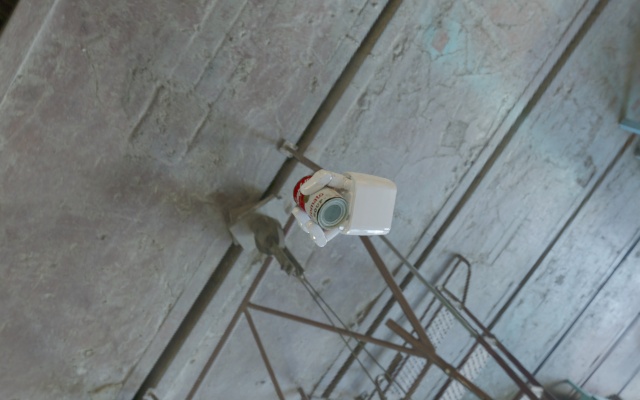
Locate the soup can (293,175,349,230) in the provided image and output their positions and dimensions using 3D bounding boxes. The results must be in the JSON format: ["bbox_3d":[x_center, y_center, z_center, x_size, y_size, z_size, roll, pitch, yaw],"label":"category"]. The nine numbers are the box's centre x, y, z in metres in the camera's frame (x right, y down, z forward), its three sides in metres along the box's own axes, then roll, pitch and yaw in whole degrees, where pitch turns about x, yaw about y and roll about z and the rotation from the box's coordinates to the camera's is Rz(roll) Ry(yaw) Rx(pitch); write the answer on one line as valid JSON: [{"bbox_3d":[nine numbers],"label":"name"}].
[{"bbox_3d":[0.000,0.003,0.887,0.068,0.068,0.102,0,26,-31],"label":"soup can"}]
